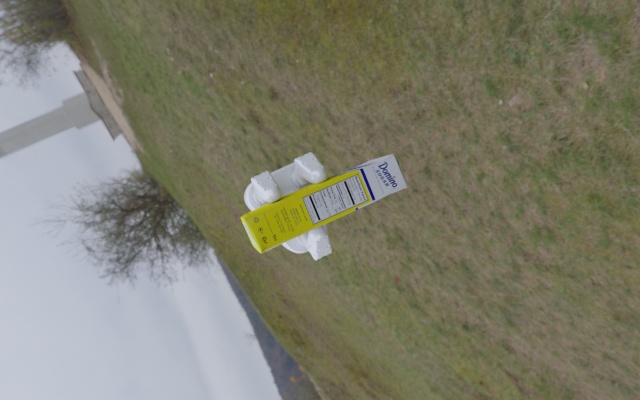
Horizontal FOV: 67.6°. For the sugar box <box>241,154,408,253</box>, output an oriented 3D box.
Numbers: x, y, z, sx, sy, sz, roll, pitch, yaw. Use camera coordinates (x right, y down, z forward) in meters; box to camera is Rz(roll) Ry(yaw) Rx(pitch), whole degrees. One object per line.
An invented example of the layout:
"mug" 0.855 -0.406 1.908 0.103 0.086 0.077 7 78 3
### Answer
"sugar box" 0.000 0.001 0.540 0.176 0.048 0.093 -26 5 -11
